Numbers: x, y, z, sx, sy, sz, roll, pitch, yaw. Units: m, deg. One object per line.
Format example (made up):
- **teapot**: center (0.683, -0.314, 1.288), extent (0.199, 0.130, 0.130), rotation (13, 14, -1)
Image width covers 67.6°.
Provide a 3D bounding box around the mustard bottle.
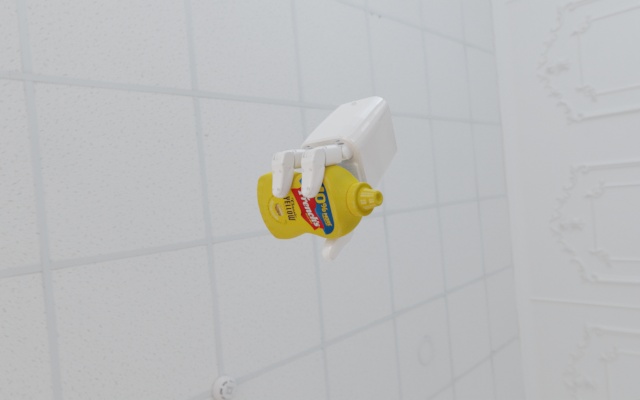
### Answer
- **mustard bottle**: center (0.000, 0.002, 0.619), extent (0.191, 0.096, 0.058), rotation (-4, 13, 44)
